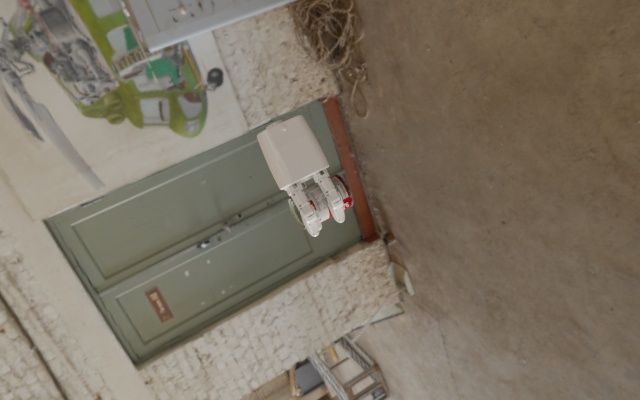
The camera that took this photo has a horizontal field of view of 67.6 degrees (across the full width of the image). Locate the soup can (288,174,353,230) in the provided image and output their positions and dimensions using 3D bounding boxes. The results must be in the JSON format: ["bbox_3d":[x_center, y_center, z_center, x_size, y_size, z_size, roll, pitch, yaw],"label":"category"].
[{"bbox_3d":[0.000,0.003,0.887,0.102,0.068,0.068,-27,8,-17],"label":"soup can"}]
